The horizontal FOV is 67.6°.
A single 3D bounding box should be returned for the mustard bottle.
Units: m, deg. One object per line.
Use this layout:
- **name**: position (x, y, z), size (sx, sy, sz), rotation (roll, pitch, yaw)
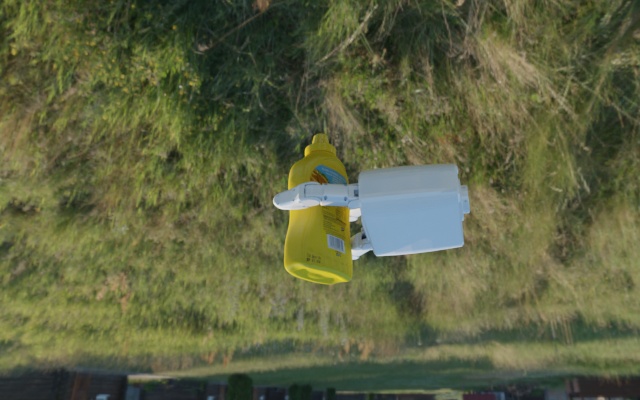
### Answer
- **mustard bottle**: position (0.000, 0.002, 0.597), size (0.058, 0.191, 0.096), rotation (-18, -30, 37)
